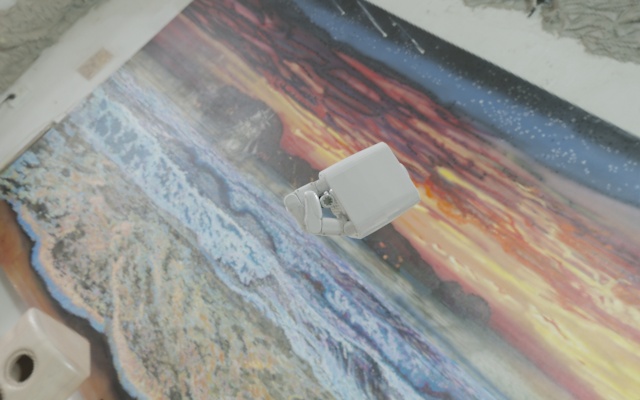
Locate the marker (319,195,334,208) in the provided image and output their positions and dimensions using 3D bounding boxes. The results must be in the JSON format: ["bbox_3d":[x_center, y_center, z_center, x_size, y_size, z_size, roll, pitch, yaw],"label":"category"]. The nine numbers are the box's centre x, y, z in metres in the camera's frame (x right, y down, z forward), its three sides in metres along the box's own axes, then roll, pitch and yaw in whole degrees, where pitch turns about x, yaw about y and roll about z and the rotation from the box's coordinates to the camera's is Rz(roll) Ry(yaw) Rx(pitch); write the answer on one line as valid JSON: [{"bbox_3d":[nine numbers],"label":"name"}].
[{"bbox_3d":[0.000,0.002,0.718,0.020,0.020,0.121,0,-1,-10],"label":"marker"}]
